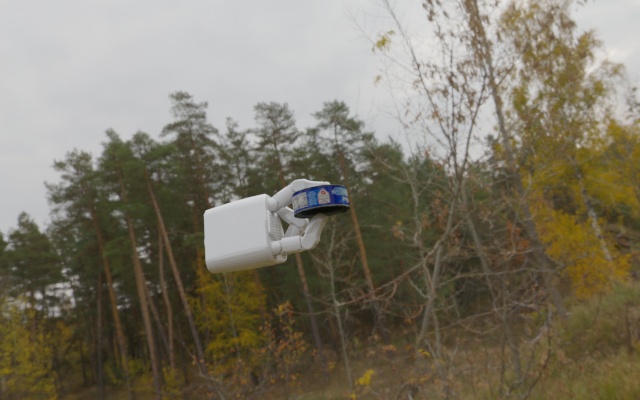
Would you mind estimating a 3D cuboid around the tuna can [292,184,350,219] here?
[{"bbox_3d":[0.000,0.002,0.720,0.086,0.033,0.086,-8,-11,-2],"label":"tuna can"}]
